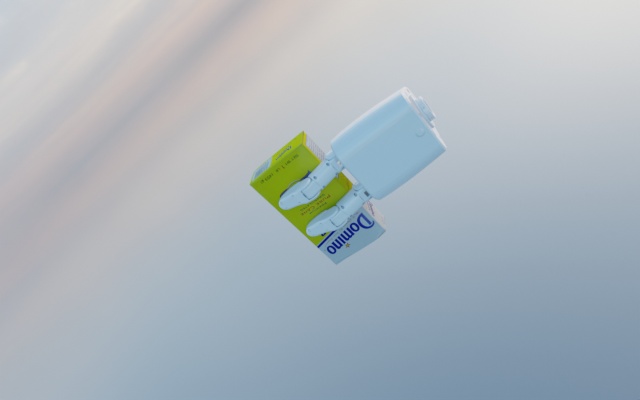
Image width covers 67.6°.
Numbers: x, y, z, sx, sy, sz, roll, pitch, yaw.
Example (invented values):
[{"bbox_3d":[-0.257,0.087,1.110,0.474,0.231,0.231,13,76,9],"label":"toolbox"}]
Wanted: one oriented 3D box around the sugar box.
[{"bbox_3d":[0.000,0.002,0.639,0.093,0.176,0.048,-36,24,21],"label":"sugar box"}]
